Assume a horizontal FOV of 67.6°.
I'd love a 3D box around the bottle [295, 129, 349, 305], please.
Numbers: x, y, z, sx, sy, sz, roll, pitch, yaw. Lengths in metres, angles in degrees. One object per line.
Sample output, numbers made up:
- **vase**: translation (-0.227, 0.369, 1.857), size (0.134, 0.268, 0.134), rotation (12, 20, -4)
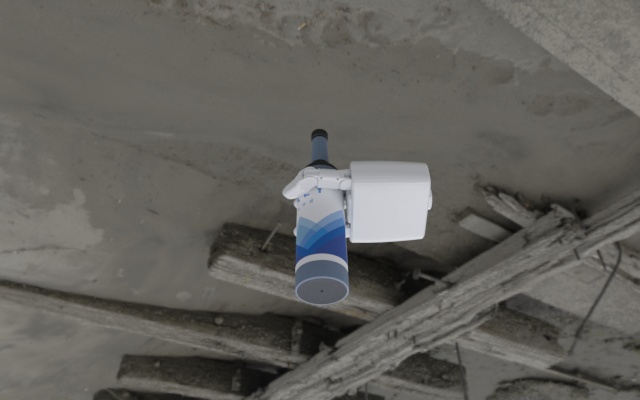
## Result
- **bottle**: translation (0.000, 0.002, 0.682), size (0.069, 0.295, 0.069), rotation (-1, -42, 0)
